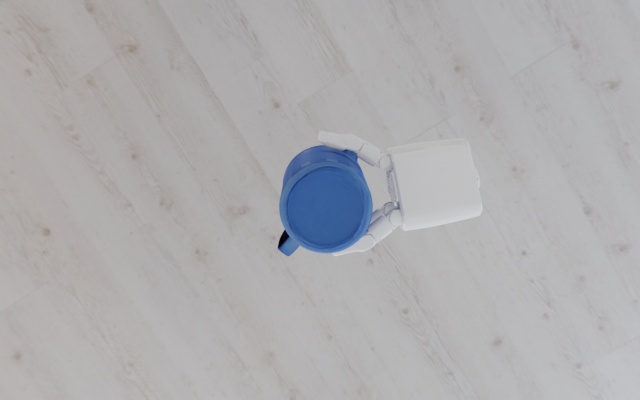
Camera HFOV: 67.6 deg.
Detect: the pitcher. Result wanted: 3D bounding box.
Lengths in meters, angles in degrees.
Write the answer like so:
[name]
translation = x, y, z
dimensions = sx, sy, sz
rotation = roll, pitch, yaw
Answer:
[pitcher]
translation = 0.000, 0.002, 0.656
dimensions = 0.145, 0.149, 0.243
rotation = -7, 8, 1
